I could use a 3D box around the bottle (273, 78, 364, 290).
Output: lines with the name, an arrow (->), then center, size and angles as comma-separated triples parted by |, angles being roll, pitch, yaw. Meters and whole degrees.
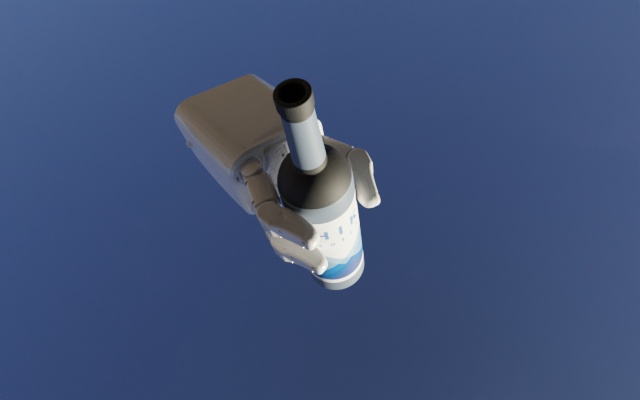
bottle -> 0.000, 0.002, 0.446 | 0.069, 0.069, 0.296 | 0, -30, 9
